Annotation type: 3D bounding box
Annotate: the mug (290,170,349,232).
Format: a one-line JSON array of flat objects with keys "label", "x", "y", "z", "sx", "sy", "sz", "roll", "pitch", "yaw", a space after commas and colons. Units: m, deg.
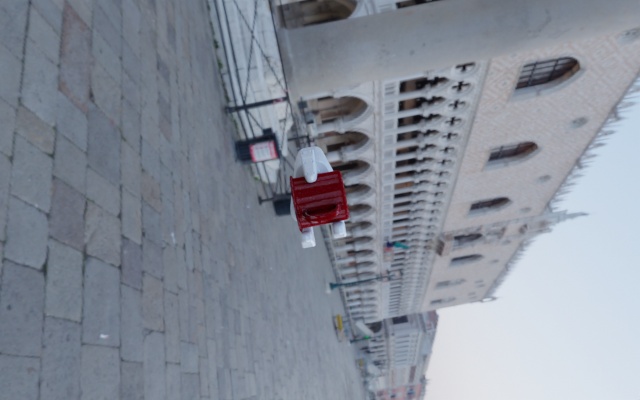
[{"label": "mug", "x": 0.000, "y": 0.003, "z": 0.755, "sx": 0.081, "sy": 0.093, "sz": 0.117, "roll": -11, "pitch": 22, "yaw": 1}]
